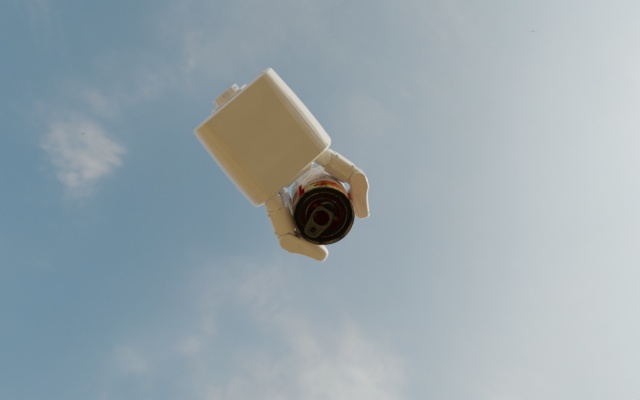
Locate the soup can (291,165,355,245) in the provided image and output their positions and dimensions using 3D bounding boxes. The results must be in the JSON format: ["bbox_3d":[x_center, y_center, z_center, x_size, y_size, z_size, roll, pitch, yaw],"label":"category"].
[{"bbox_3d":[0.000,0.002,0.563,0.068,0.068,0.102,0,18,-4],"label":"soup can"}]
